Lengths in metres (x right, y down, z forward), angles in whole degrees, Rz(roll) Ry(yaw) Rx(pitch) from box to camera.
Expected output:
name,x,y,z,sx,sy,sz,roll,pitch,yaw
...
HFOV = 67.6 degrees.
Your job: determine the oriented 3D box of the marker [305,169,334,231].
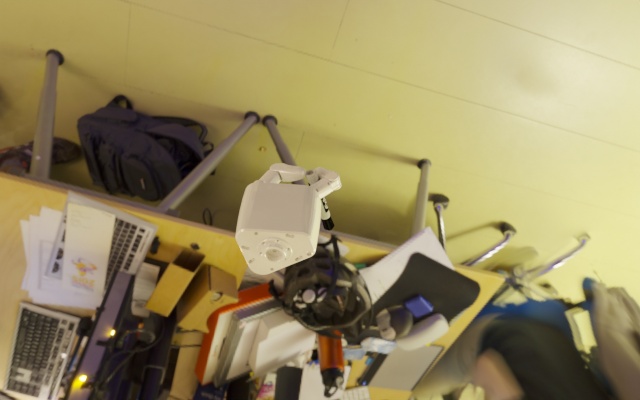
name,x,y,z,sx,sy,sz,roll,pitch,yaw
marker,0.000,0.003,0.781,0.020,0.121,0.020,-12,36,9
